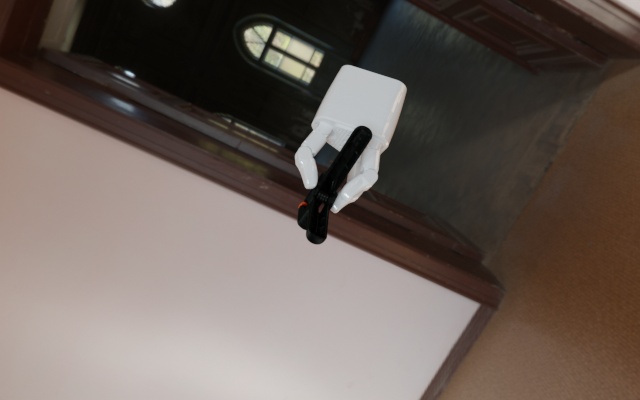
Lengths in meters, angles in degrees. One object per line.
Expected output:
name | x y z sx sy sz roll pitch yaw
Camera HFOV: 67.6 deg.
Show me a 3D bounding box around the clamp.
clamp | -0.001 0.002 0.666 0.036 0.164 0.210 28 -23 -8
